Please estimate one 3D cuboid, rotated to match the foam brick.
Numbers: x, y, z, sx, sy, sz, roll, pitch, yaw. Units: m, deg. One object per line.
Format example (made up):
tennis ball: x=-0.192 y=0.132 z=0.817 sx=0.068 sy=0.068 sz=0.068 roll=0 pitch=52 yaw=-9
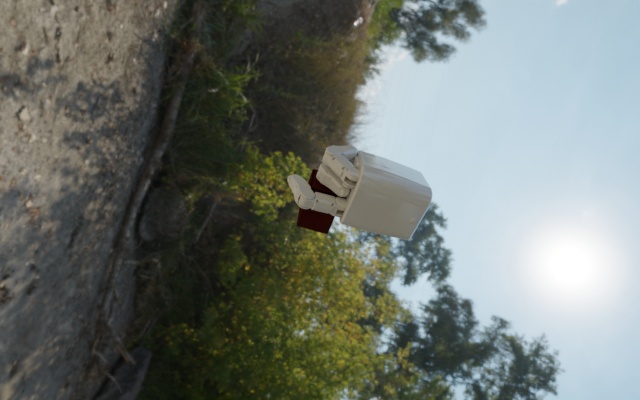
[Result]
foam brick: x=0.000 y=0.003 z=0.724 sx=0.051 sy=0.078 sz=0.053 roll=16 pitch=38 yaw=-7
